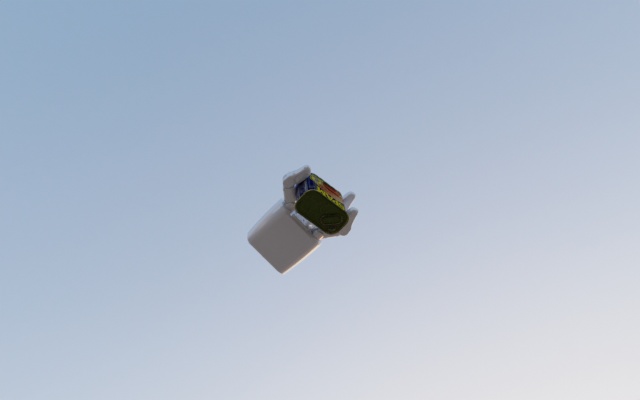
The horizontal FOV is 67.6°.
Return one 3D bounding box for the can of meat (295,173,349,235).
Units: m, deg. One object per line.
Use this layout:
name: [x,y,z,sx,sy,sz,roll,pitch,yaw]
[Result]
can of meat: [0.000,0.003,0.893,0.102,0.057,0.084,36,20,-21]
